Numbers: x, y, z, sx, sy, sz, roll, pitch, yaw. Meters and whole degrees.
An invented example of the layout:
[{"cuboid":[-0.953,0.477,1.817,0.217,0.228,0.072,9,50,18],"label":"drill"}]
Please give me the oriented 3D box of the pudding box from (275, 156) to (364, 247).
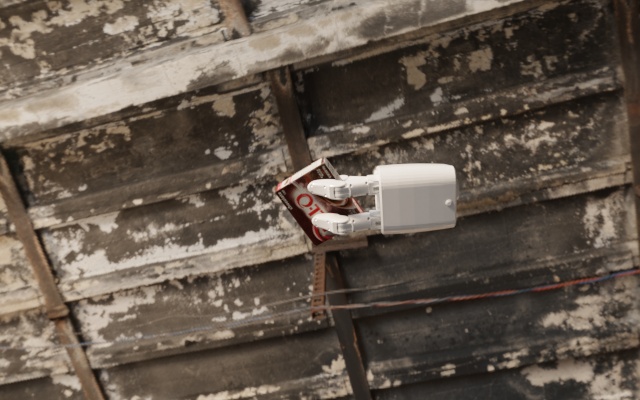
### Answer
[{"cuboid":[0.000,0.002,0.721,0.090,0.113,0.039,-30,17,17],"label":"pudding box"}]
